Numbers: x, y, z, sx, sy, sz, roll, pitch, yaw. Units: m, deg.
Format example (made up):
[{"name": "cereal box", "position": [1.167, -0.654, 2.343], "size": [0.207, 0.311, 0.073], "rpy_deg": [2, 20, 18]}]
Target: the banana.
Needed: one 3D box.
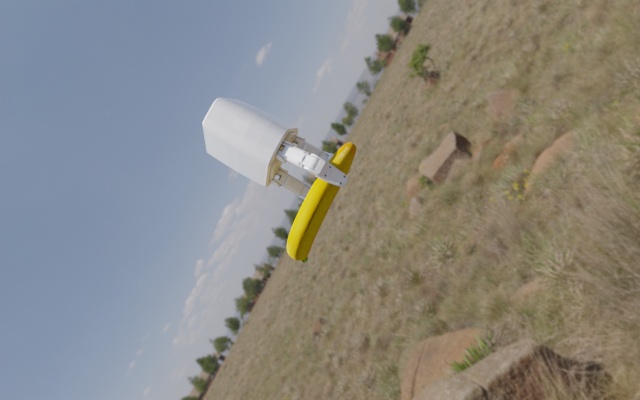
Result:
[{"name": "banana", "position": [-0.005, 0.010, 0.663], "size": [0.037, 0.198, 0.069], "rpy_deg": [27, 20, 5]}]
